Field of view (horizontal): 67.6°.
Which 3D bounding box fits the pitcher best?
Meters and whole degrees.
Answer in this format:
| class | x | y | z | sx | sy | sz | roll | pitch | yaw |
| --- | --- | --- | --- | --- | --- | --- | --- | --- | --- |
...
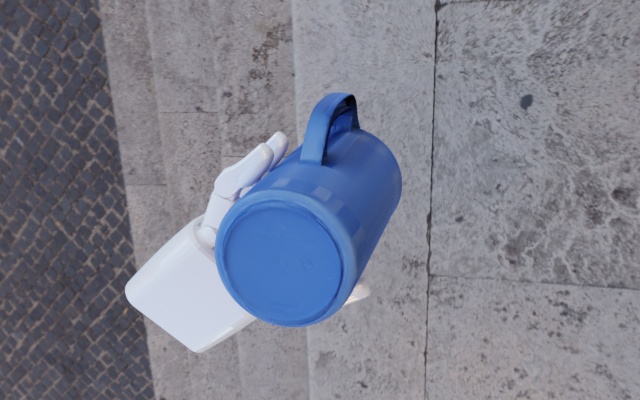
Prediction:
| class | x | y | z | sx | sy | sz | roll | pitch | yaw |
| --- | --- | --- | --- | --- | --- | --- | --- | --- | --- |
| pitcher | 0.000 | 0.002 | 0.443 | 0.145 | 0.149 | 0.242 | -38 | 4 | 21 |
